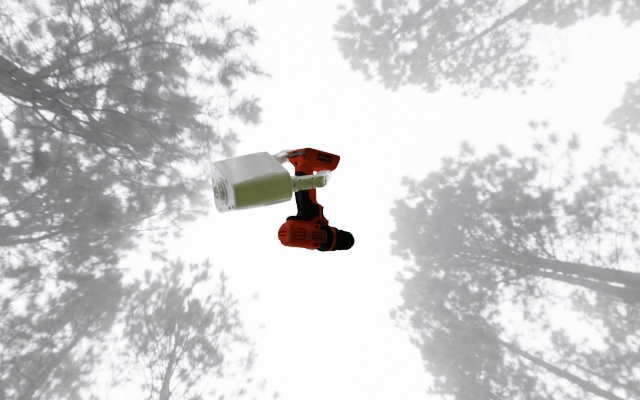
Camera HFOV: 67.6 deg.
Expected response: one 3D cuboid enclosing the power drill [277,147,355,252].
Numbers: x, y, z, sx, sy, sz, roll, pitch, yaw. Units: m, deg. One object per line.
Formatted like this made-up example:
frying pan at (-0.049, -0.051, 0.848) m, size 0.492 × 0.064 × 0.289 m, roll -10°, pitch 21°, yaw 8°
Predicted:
power drill at (0.000, 0.002, 0.897) m, size 0.057 × 0.187 × 0.184 m, roll -10°, pitch -14°, yaw 42°
